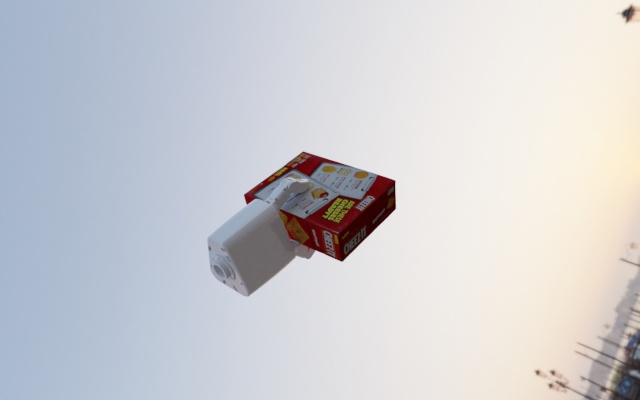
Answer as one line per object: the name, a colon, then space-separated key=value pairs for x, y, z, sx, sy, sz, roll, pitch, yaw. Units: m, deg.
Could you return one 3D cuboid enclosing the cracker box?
cracker box: x=0.000 y=0.003 z=0.836 sx=0.213 sy=0.072 sz=0.164 roll=21 pitch=46 yaw=35
